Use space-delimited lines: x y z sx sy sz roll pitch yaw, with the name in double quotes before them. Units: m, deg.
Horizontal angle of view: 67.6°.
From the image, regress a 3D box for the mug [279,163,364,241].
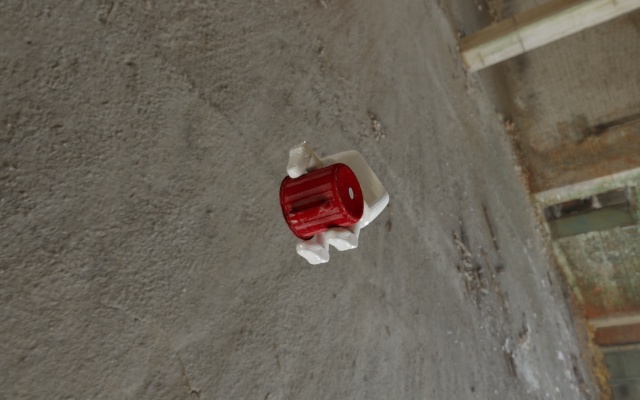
"mug" 0.000 0.002 0.619 0.081 0.093 0.117 -17 7 28
